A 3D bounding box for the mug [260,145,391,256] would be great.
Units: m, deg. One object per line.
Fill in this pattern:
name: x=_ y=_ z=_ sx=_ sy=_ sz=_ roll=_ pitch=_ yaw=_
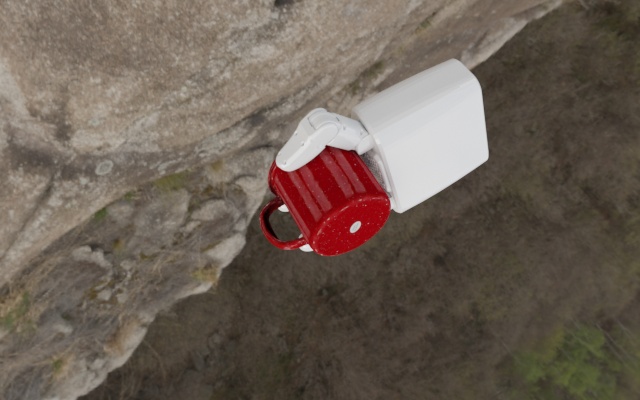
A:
mug: x=-0.001 y=0.002 z=0.432 sx=0.117 sy=0.081 sz=0.093 roll=-30 pitch=-32 yaw=-3
